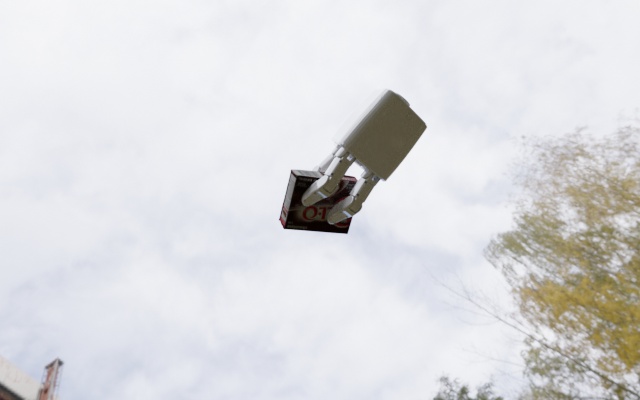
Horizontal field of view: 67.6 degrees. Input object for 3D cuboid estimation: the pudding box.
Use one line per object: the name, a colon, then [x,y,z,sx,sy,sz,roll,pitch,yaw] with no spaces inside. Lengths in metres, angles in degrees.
pudding box: [0.000,0.002,0.740,0.113,0.090,0.039,7,20,-22]
